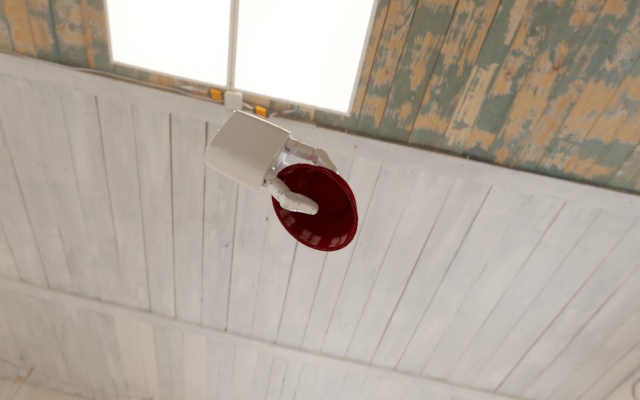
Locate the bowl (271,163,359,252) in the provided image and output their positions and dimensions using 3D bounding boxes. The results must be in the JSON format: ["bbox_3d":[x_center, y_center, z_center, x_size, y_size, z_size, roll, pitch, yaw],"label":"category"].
[{"bbox_3d":[0.001,0.003,0.786,0.162,0.162,0.055,0,27,34],"label":"bowl"}]
